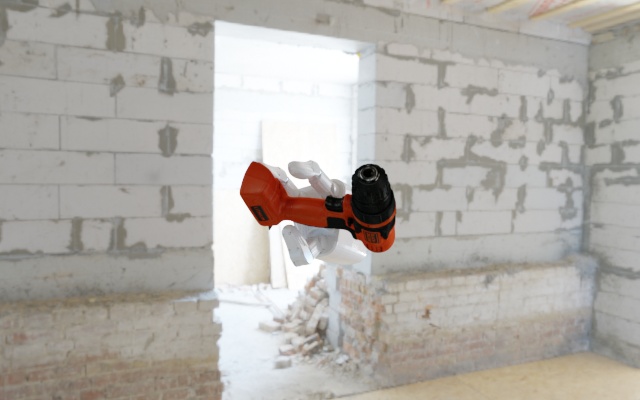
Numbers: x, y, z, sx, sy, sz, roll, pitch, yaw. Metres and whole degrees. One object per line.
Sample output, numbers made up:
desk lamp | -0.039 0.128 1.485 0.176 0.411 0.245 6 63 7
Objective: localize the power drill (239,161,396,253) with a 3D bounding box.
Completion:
power drill | 0.000 0.002 0.585 0.187 0.057 0.184 12 -26 17
